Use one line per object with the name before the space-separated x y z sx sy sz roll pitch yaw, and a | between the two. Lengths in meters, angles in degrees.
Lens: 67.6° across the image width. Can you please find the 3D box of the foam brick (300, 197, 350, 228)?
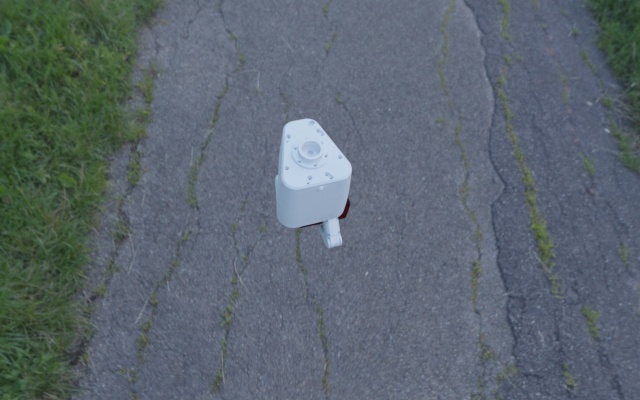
foam brick | 0.000 0.002 0.736 0.078 0.053 0.051 -13 -25 -13
